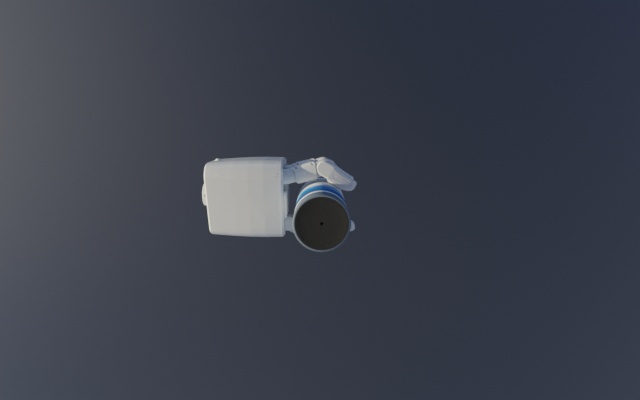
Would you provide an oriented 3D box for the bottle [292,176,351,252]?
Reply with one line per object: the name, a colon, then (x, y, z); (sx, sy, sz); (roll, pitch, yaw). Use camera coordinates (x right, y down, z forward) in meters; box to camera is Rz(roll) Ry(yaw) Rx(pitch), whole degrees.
bottle: (0.000, 0.002, 0.683); (0.069, 0.069, 0.295); (0, 9, -1)
